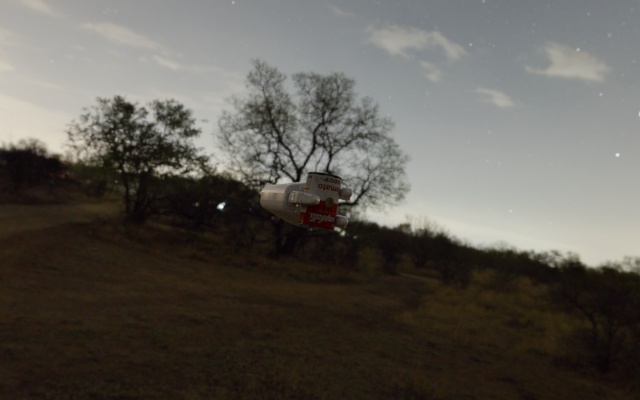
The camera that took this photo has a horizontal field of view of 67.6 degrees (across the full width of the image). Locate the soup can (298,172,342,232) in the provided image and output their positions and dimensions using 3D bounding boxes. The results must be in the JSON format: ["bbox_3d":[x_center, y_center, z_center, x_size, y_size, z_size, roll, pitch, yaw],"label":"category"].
[{"bbox_3d":[0.000,0.003,0.892,0.068,0.102,0.068,10,-4,1],"label":"soup can"}]
